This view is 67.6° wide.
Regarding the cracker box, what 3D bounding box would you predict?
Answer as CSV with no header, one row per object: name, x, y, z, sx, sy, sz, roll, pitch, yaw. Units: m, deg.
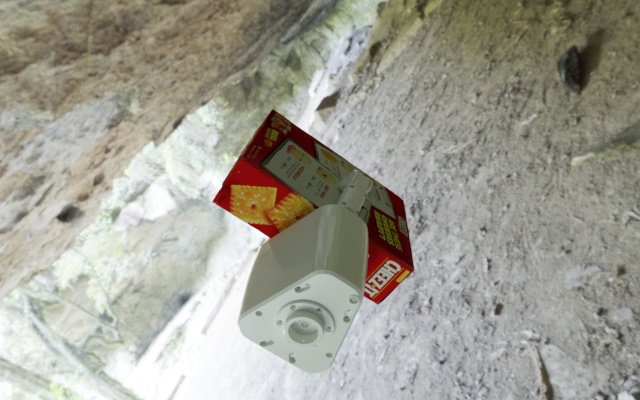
cracker box,0.000,0.002,0.558,0.214,0.072,0.164,34,26,-12
